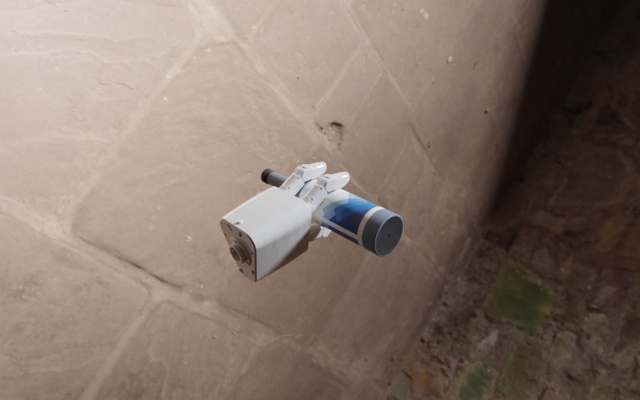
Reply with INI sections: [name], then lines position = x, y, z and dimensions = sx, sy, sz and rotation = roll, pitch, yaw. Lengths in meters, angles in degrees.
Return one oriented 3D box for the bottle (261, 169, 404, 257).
[bottle]
position = 0.000, 0.003, 0.789
dimensions = 0.069, 0.069, 0.295
rotation = 0, 19, -46
